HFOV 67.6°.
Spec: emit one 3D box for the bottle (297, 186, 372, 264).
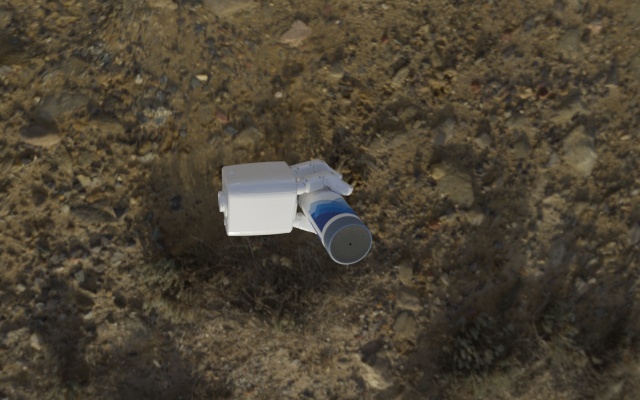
[{"bbox_3d":[0.000,0.003,0.804,0.069,0.069,0.295,0,24,-19],"label":"bottle"}]
